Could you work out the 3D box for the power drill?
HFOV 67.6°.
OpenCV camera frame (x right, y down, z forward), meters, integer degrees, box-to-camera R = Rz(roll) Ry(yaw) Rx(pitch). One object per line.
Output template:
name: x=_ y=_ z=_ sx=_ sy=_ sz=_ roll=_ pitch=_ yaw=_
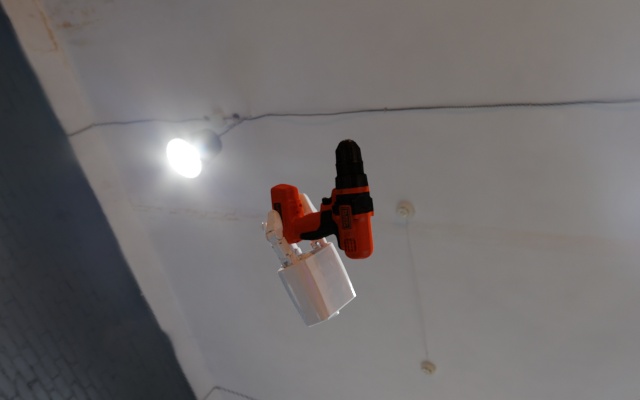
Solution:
power drill: x=0.000 y=0.003 z=0.776 sx=0.187 sy=0.184 sz=0.057 roll=-5 pitch=2 yaw=44
